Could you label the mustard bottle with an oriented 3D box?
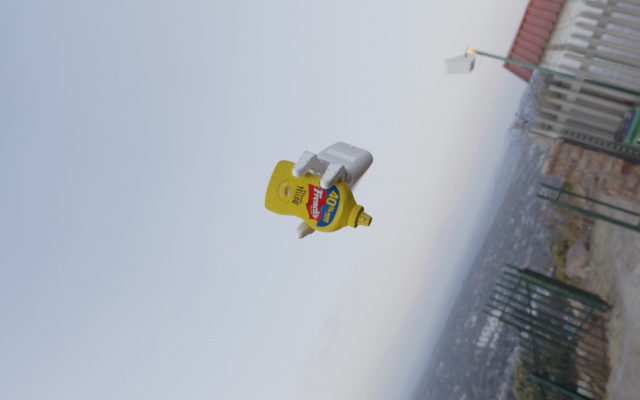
[{"bbox_3d":[0.000,0.003,0.833,0.191,0.096,0.058,22,8,18],"label":"mustard bottle"}]
